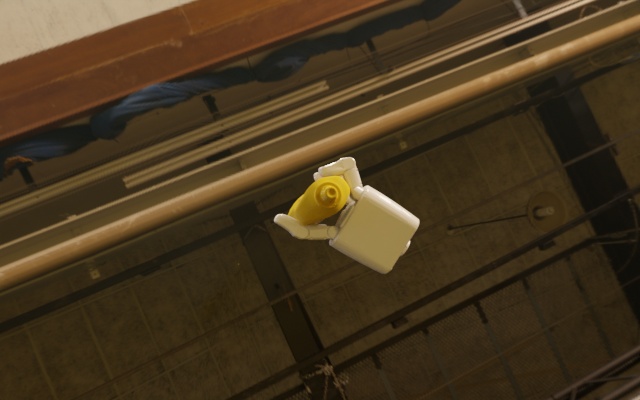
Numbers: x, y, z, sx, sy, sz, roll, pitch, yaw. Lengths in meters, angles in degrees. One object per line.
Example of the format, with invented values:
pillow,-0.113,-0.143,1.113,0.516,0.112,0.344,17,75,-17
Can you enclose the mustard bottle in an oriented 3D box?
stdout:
mustard bottle,0.000,0.002,0.774,0.096,0.058,0.191,-35,-1,-12
